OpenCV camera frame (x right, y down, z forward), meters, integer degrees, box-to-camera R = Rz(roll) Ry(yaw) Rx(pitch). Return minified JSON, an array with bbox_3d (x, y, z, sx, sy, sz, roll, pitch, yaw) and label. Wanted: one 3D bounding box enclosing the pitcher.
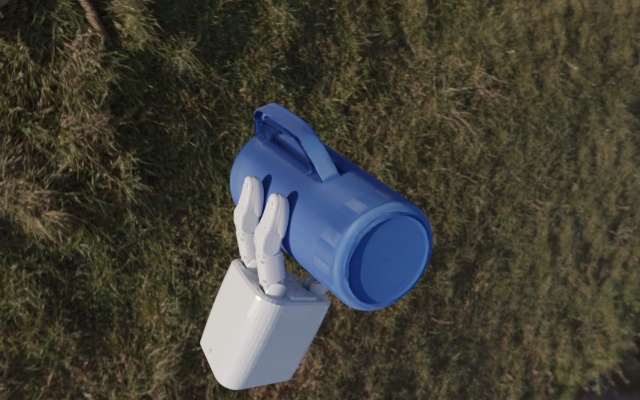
[{"bbox_3d":[0.000,0.002,0.506,0.149,0.145,0.242,21,9,-35],"label":"pitcher"}]
